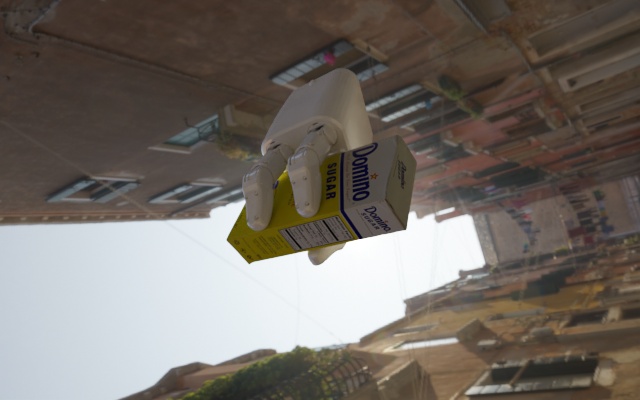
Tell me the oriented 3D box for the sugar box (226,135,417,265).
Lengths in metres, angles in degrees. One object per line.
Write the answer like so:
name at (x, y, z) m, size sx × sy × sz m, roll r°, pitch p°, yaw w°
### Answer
sugar box at (0.000, 0.001, 0.459) m, size 0.176 × 0.048 × 0.093 m, roll -18°, pitch 35°, yaw 32°
